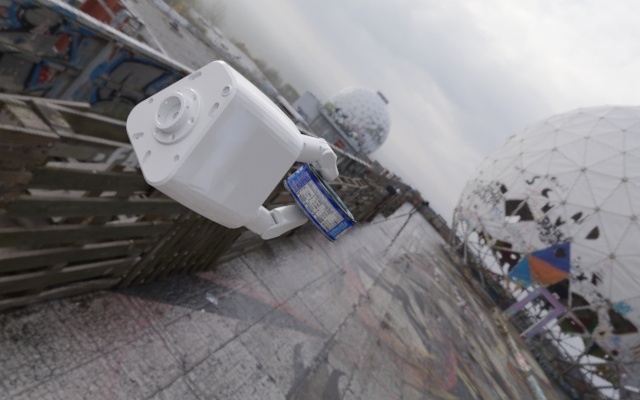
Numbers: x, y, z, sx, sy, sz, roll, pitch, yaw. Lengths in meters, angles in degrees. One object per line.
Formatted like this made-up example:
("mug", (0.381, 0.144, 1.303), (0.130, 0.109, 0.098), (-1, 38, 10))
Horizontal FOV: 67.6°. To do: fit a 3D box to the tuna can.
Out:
("tuna can", (0.001, 0.001, 0.515), (0.034, 0.086, 0.086), (-39, -4, 5))
